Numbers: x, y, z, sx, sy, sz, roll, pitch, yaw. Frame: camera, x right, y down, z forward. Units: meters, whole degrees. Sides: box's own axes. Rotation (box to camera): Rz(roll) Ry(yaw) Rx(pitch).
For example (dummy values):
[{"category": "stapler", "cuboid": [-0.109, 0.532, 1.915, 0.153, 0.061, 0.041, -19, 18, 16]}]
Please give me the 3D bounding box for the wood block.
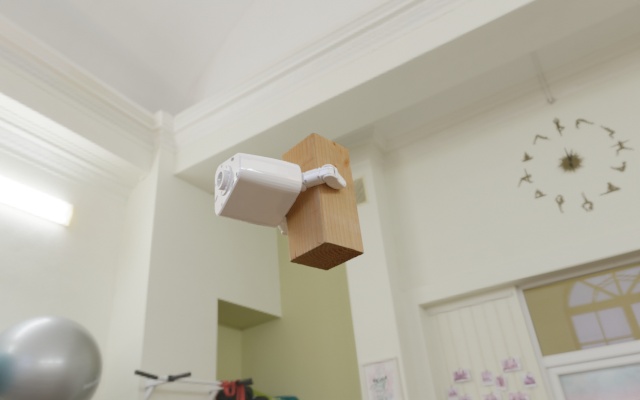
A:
[{"category": "wood block", "cuboid": [0.000, 0.002, 0.817, 0.090, 0.206, 0.091, 20, -38, -40]}]
